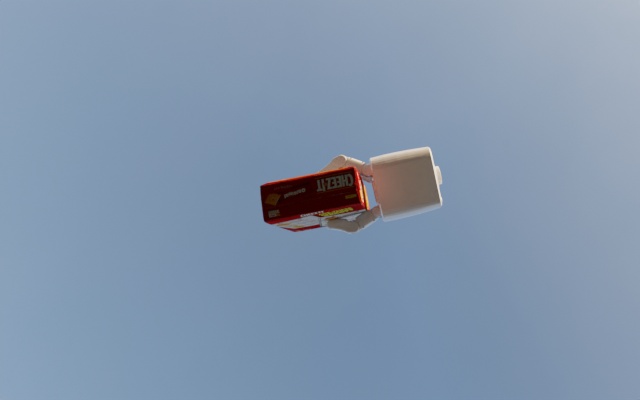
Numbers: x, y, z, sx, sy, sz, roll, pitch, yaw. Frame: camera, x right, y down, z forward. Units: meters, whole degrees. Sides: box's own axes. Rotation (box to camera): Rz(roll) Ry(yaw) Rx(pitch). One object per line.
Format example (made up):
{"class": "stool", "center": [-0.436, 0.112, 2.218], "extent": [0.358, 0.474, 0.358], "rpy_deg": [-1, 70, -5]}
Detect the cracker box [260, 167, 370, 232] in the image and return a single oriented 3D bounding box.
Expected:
{"class": "cracker box", "center": [0.000, 0.003, 0.866], "extent": [0.164, 0.072, 0.214], "rpy_deg": [-11, -10, 8]}
